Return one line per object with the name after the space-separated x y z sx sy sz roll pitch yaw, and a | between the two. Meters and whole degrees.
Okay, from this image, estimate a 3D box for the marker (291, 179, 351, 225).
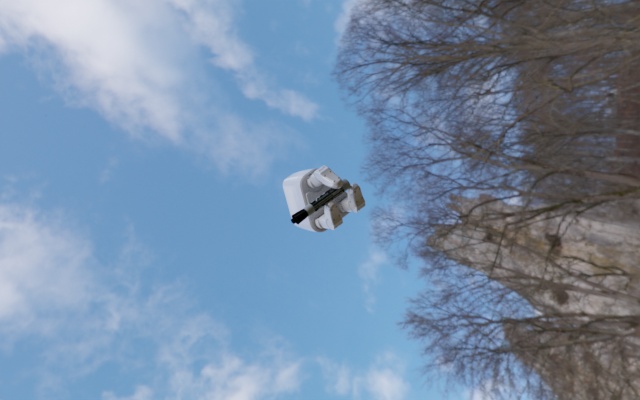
0.000 0.003 0.801 0.121 0.020 0.020 -35 14 -21 | marker
